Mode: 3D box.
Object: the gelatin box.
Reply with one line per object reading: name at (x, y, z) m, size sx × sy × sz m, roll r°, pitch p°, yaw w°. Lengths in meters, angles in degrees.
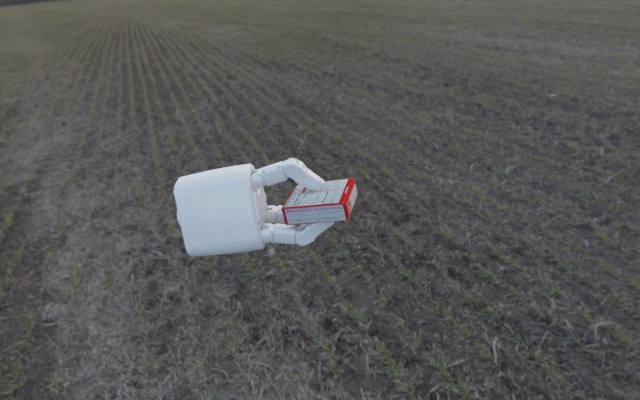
gelatin box at (0.000, 0.002, 0.647) m, size 0.089 × 0.030 × 0.073 m, roll -6°, pitch 26°, yaw 18°
